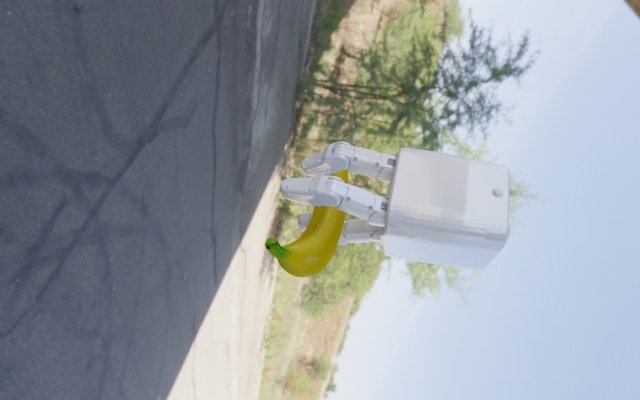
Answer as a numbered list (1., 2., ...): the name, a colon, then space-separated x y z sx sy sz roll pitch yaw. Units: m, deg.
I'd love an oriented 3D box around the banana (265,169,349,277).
1. banana: 0.001 0.020 0.485 0.037 0.070 0.197 3 29 17
